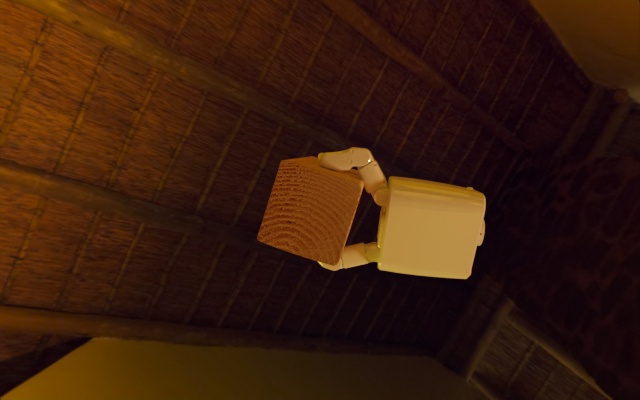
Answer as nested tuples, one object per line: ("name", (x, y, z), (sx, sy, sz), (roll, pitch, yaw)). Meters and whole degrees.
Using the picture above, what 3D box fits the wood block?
("wood block", (0.000, 0.002, 0.585), (0.090, 0.091, 0.206), (18, 8, 5))
